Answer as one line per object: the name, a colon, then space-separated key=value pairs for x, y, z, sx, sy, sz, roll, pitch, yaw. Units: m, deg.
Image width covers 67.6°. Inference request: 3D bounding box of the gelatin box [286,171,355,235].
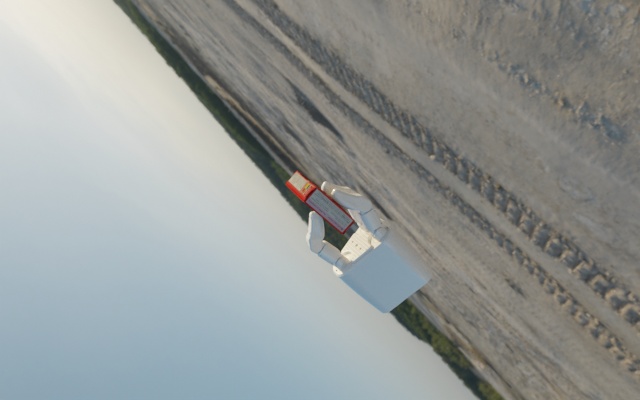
gelatin box: x=0.000 y=0.002 z=0.683 sx=0.089 sy=0.030 sz=0.073 roll=40 pitch=2 yaw=-32
